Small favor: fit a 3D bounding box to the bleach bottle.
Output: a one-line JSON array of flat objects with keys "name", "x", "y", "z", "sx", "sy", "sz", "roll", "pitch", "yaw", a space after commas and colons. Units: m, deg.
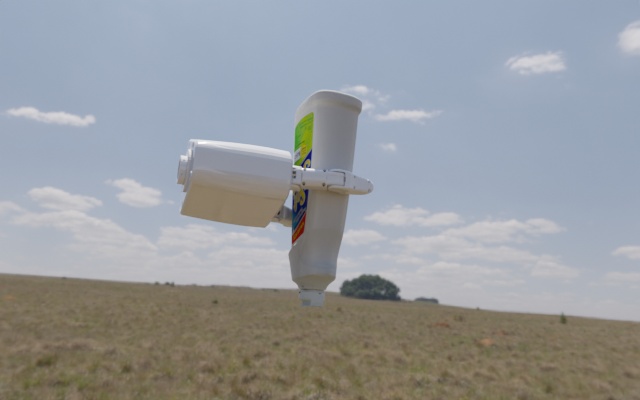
[{"name": "bleach bottle", "x": 0.000, "y": 0.002, "z": 0.583, "sx": 0.068, "sy": 0.250, "sz": 0.102, "roll": 9, "pitch": -13, "yaw": -22}]
